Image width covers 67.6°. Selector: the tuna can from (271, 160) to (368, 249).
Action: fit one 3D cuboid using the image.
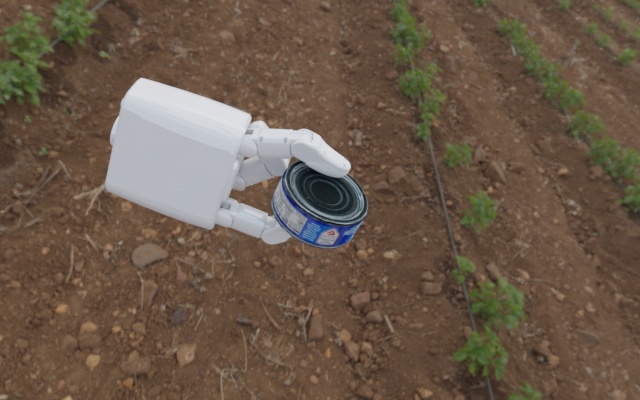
[{"bbox_3d":[0.000,0.001,0.441,0.086,0.086,0.034,0,-43,-33],"label":"tuna can"}]
